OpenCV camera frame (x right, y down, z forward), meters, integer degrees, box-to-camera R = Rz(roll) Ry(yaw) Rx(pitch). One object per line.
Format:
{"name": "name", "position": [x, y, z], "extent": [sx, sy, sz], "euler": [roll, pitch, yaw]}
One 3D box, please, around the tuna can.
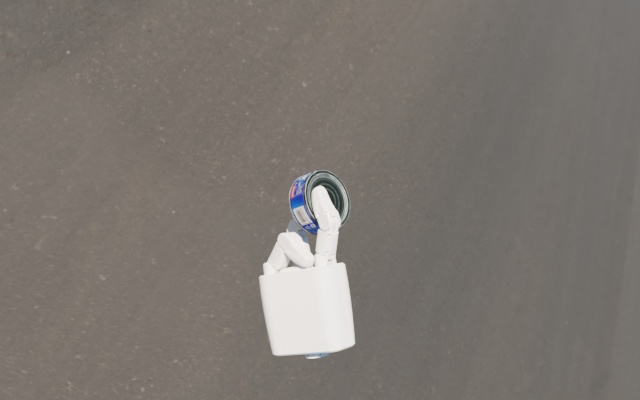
{"name": "tuna can", "position": [0.000, 0.002, 0.651], "extent": [0.086, 0.086, 0.034], "euler": [0, -14, -43]}
